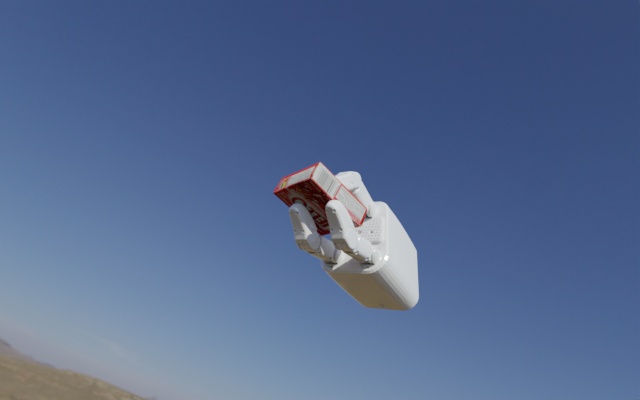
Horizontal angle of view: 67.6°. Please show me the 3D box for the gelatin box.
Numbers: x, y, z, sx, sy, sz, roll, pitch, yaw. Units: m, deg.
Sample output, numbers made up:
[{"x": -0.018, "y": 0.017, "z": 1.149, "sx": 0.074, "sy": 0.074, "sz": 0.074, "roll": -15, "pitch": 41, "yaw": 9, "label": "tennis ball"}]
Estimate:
[{"x": 0.000, "y": 0.001, "z": 0.566, "sx": 0.089, "sy": 0.030, "sz": 0.073, "roll": 44, "pitch": -36, "yaw": -24, "label": "gelatin box"}]
